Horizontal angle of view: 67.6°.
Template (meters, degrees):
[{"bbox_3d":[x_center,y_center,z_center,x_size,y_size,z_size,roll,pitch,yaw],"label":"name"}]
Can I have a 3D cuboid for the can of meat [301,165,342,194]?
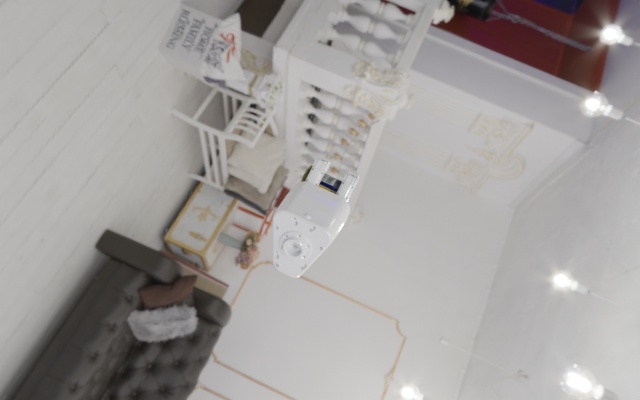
[{"bbox_3d":[0.000,0.003,0.833,0.084,0.102,0.057,25,26,6],"label":"can of meat"}]
